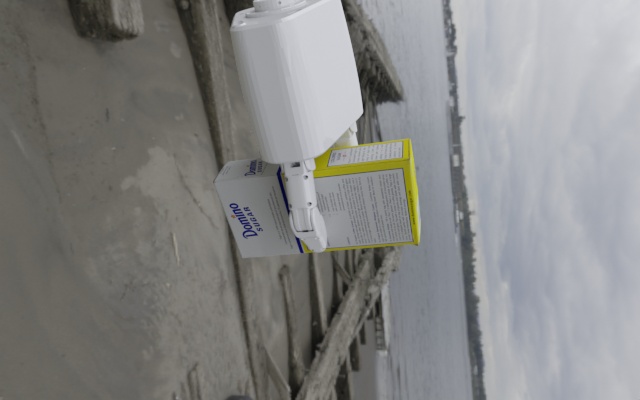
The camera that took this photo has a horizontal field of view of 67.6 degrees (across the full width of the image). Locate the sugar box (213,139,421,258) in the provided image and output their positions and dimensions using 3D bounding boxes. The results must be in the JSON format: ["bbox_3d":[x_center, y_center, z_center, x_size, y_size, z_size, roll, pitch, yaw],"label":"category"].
[{"bbox_3d":[0.000,0.001,0.444,0.176,0.093,0.048,-4,33,15],"label":"sugar box"}]
